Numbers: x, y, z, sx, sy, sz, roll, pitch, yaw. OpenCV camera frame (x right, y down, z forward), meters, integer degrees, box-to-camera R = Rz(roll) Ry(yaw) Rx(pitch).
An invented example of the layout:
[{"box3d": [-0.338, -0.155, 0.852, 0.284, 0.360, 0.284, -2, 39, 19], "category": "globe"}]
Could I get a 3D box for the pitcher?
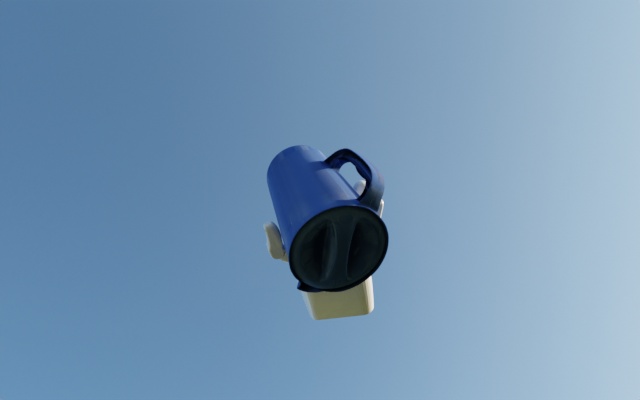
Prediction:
[{"box3d": [0.000, 0.002, 0.695, 0.149, 0.145, 0.242, -19, 33, -7], "category": "pitcher"}]
